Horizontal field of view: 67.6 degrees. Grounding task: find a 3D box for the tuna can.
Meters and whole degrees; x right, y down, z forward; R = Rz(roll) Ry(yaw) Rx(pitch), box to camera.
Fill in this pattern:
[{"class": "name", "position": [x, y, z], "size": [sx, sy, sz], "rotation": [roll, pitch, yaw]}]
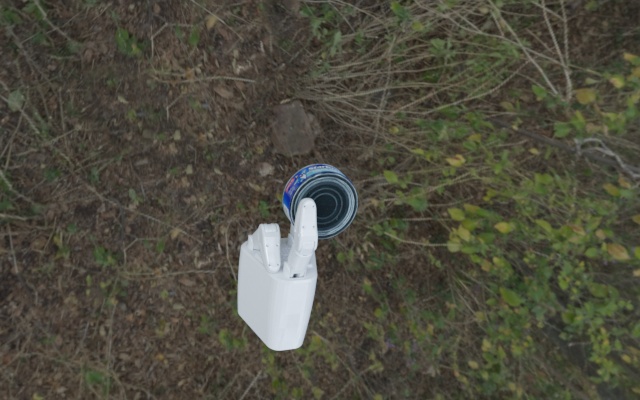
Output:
[{"class": "tuna can", "position": [0.000, 0.002, 0.564], "size": [0.086, 0.086, 0.033], "rotation": [0, 21, -20]}]
